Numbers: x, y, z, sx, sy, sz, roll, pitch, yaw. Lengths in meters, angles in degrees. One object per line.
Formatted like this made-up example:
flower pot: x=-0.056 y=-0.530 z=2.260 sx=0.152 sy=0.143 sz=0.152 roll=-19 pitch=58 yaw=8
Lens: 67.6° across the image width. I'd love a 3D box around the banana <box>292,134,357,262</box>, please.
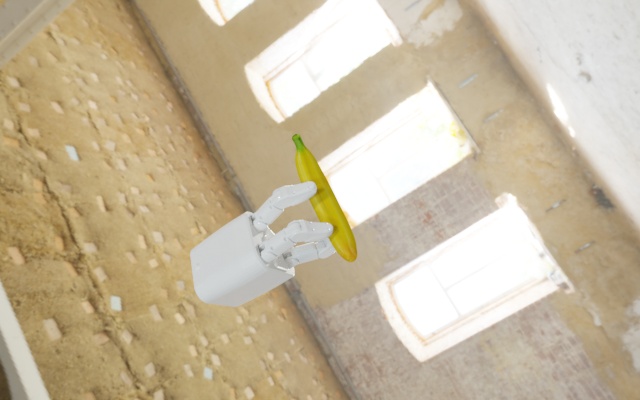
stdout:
banana: x=0.004 y=0.003 z=0.679 sx=0.037 sy=0.197 sz=0.069 roll=-29 pitch=-17 yaw=9
